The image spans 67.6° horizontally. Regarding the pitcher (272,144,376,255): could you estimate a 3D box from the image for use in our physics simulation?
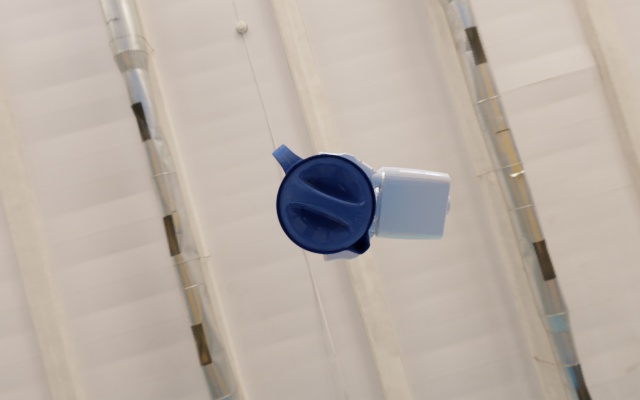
[{"bbox_3d":[0.000,0.002,0.742,0.145,0.149,0.243,3,-3,-1],"label":"pitcher"}]
